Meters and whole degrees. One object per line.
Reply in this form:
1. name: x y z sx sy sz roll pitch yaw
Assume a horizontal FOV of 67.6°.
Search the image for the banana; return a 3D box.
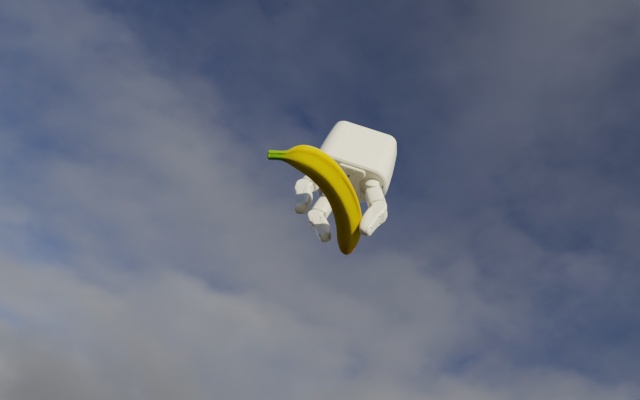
1. banana: 0.014 -0.005 0.630 0.069 0.198 0.037 -17 33 31
